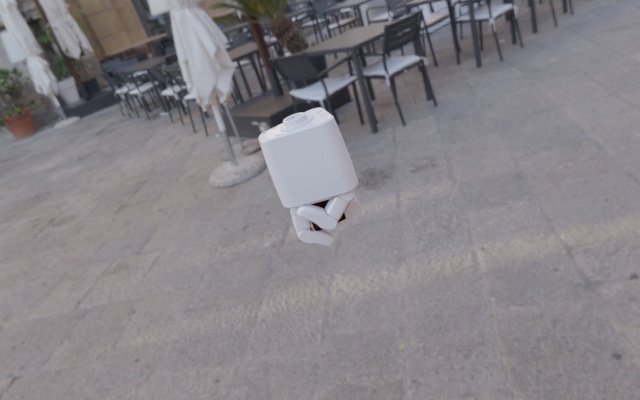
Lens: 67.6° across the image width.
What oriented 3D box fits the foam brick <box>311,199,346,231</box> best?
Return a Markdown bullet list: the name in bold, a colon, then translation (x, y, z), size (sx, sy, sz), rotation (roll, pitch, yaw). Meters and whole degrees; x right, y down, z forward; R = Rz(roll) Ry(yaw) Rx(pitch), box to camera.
- **foam brick**: translation (0.000, 0.002, 0.736), size (0.053, 0.051, 0.078), rotation (-23, 24, -4)
